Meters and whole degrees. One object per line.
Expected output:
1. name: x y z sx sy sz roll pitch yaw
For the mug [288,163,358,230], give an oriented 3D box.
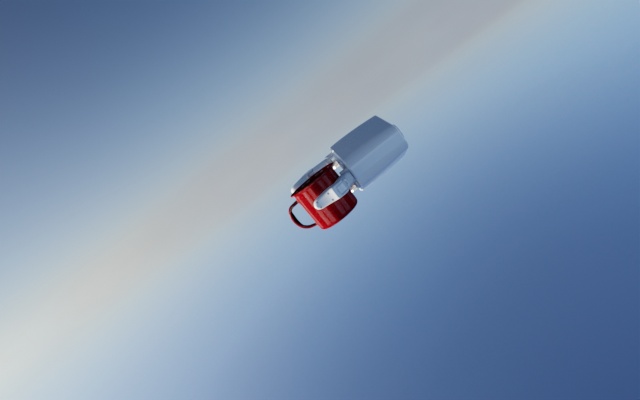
1. mug: -0.001 0.004 0.819 0.117 0.081 0.093 -39 8 3
